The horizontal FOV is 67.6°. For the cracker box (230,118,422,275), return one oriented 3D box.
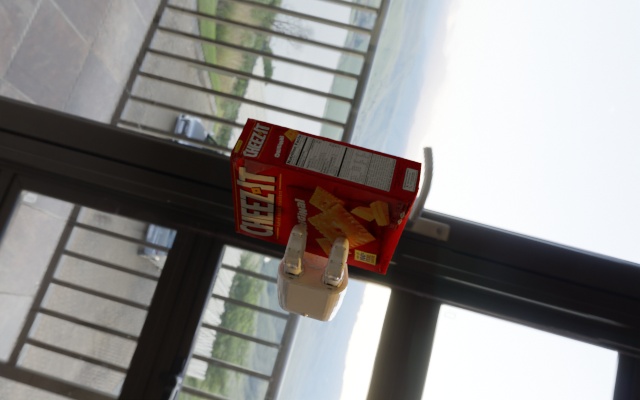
[{"bbox_3d":[0.000,0.002,0.597,0.213,0.072,0.164,15,-37,4],"label":"cracker box"}]
